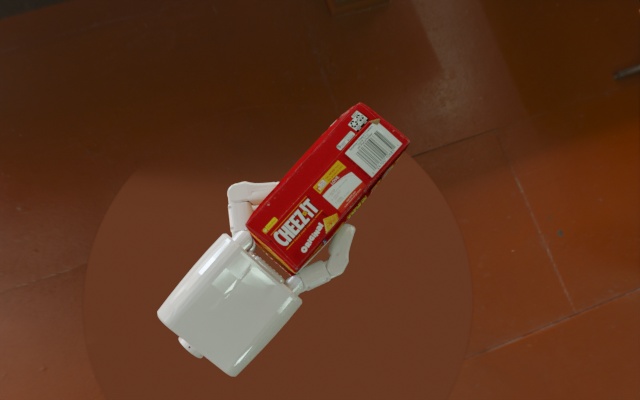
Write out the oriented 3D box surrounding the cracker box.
[{"bbox_3d":[0.000,0.002,0.536,0.072,0.164,0.214,41,-11,4],"label":"cracker box"}]
